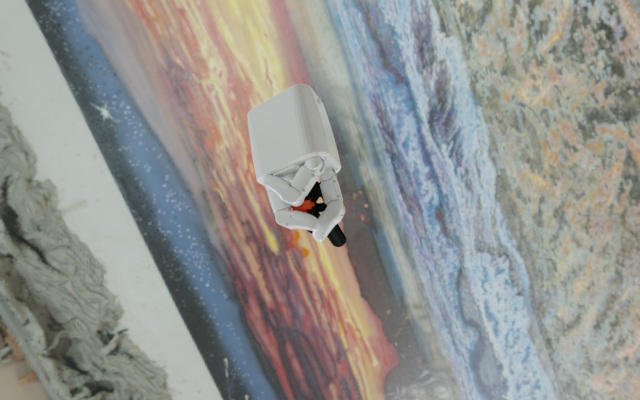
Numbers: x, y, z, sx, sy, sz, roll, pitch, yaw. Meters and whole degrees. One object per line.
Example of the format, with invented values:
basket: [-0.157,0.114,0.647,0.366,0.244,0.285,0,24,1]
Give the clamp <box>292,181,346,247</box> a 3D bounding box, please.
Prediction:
clamp: [0.000,0.003,0.719,0.039,0.120,0.171,-16,-17,13]
